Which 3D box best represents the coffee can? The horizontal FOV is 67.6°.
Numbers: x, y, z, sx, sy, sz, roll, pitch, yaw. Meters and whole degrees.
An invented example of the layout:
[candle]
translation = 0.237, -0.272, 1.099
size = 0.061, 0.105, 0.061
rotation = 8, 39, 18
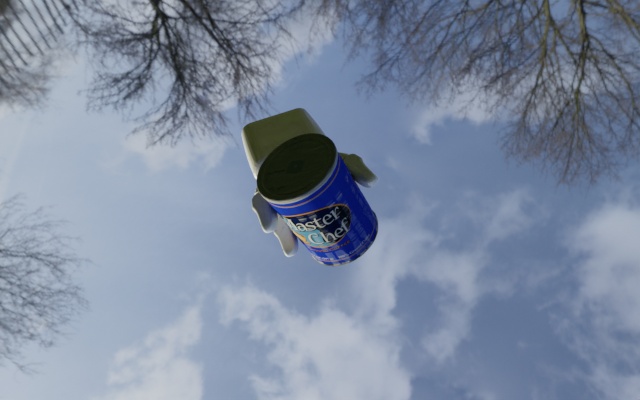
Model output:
[coffee can]
translation = 0.000, 0.002, 0.592
size = 0.103, 0.102, 0.140
rotation = 0, -37, 32
